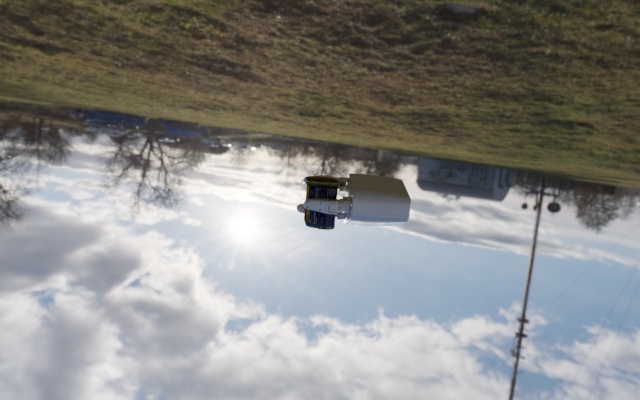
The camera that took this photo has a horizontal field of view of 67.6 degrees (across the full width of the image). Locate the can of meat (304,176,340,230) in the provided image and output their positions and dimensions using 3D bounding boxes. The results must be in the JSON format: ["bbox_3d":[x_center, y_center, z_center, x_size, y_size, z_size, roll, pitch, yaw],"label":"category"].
[{"bbox_3d":[0.000,0.003,0.872,0.057,0.084,0.102,4,8,-5],"label":"can of meat"}]
